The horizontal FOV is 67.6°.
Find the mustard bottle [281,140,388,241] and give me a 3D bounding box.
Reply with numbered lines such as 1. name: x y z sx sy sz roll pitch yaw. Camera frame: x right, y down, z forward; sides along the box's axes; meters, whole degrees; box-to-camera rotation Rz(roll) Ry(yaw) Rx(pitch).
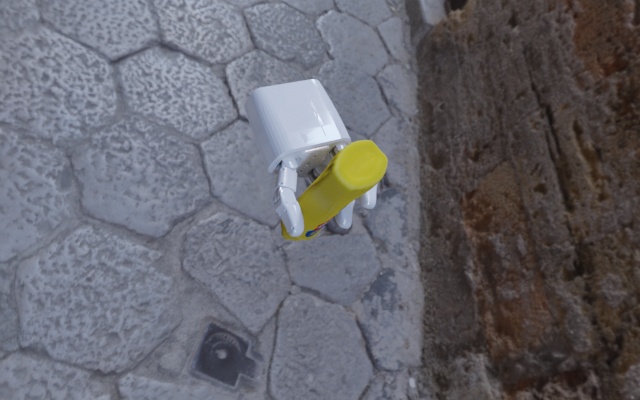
1. mustard bottle: 0.000 0.002 0.617 0.096 0.058 0.192 -42 -1 -45
